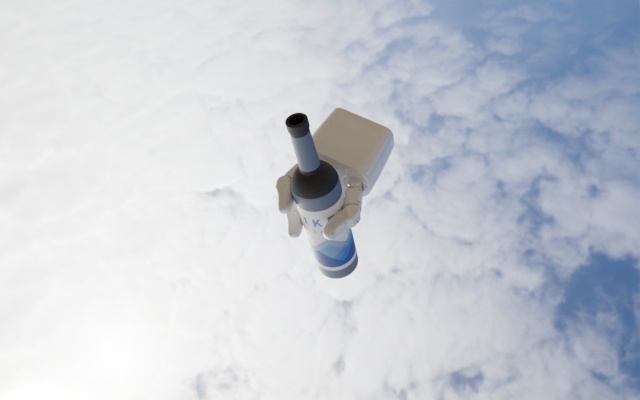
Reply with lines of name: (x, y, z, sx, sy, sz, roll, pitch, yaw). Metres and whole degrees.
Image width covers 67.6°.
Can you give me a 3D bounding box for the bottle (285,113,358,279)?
bottle: (0.000, 0.002, 0.663, 0.069, 0.069, 0.296, 0, -41, 15)
